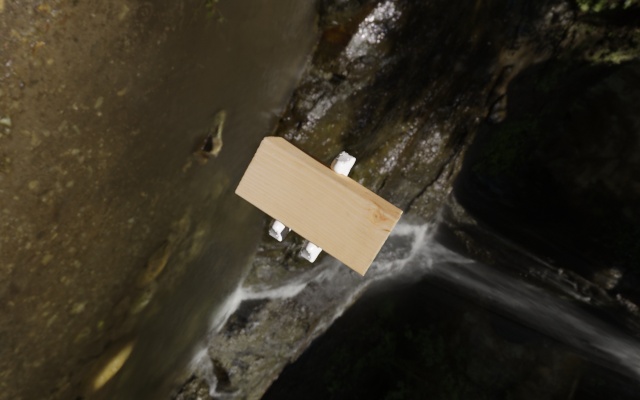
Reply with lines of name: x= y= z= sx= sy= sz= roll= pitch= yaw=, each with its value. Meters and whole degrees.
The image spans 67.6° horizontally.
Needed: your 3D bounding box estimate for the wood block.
wood block: x=0.000 y=0.002 z=0.664 sx=0.206 sy=0.091 sz=0.090 roll=32 pitch=13 yaw=8
